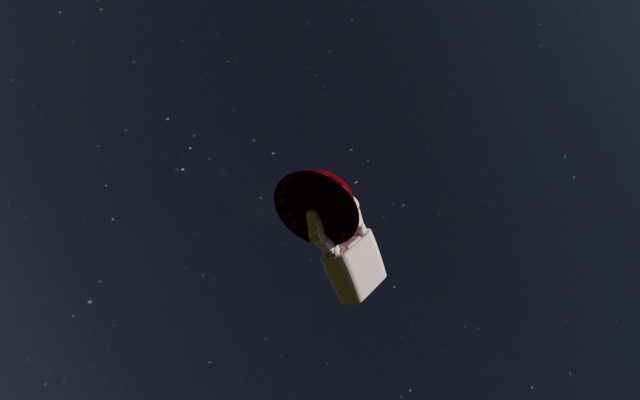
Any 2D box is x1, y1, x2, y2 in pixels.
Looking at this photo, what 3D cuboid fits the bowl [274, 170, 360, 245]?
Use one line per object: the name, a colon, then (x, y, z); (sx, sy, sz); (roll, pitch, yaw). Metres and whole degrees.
bowl: (0.000, 0.001, 0.856); (0.162, 0.162, 0.055); (0, 35, 26)
